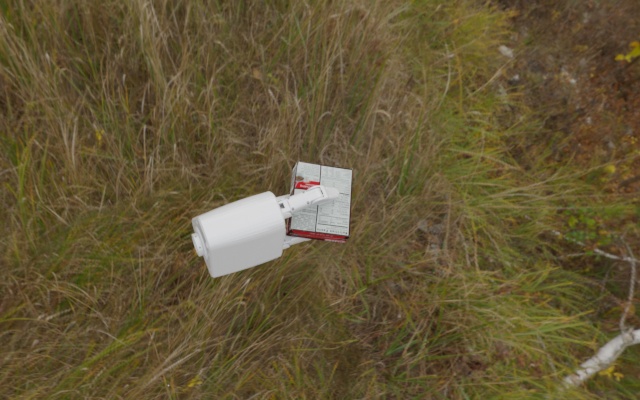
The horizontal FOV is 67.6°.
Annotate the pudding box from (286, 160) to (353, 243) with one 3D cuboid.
[{"bbox_3d":[0.000,0.002,0.708,0.090,0.113,0.039,9,-20,-10],"label":"pudding box"}]
